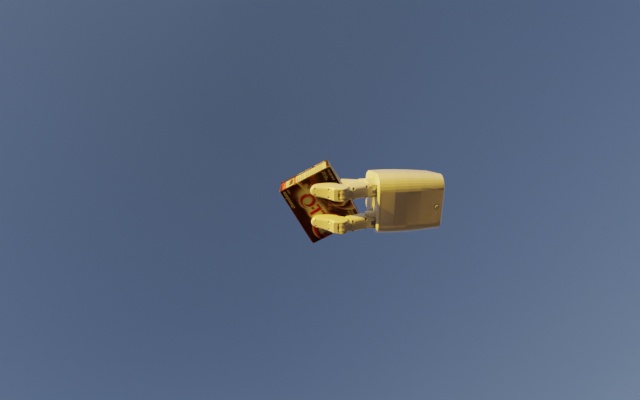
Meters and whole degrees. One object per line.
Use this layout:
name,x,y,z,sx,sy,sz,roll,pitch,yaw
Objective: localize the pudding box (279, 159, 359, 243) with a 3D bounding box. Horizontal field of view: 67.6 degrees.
pudding box,0.000,0.002,0.769,0.090,0.113,0.039,-27,23,10
